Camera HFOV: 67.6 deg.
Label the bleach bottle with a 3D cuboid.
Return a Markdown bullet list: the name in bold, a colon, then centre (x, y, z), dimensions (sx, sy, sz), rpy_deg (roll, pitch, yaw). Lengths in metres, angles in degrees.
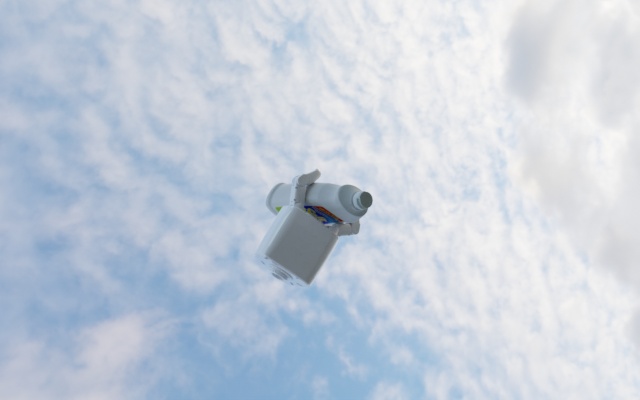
- **bleach bottle**: centre (0.000, 0.003, 0.892), dimensions (0.102, 0.068, 0.251), rpy_deg (42, -26, -24)
